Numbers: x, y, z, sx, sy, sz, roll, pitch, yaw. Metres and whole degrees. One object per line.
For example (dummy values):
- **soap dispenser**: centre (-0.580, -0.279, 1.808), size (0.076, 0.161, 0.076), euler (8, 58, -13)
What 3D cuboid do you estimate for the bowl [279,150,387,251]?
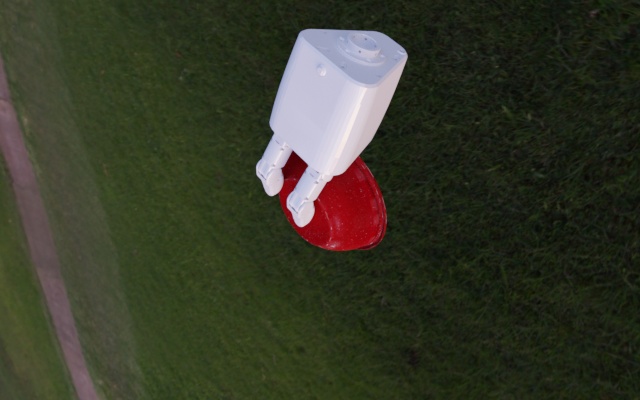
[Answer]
- **bowl**: centre (0.000, 0.003, 0.569), size (0.055, 0.162, 0.162), euler (-33, 18, -30)
